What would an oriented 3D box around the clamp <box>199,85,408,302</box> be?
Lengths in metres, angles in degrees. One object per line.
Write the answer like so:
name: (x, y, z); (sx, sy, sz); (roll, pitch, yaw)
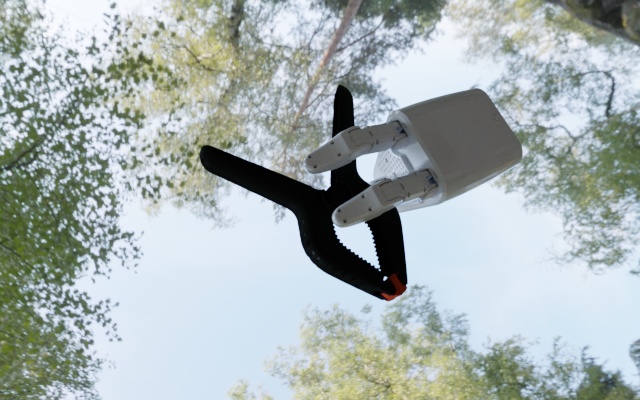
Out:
clamp: (0.000, 0.002, 0.430); (0.164, 0.210, 0.036); (-22, -16, -20)
